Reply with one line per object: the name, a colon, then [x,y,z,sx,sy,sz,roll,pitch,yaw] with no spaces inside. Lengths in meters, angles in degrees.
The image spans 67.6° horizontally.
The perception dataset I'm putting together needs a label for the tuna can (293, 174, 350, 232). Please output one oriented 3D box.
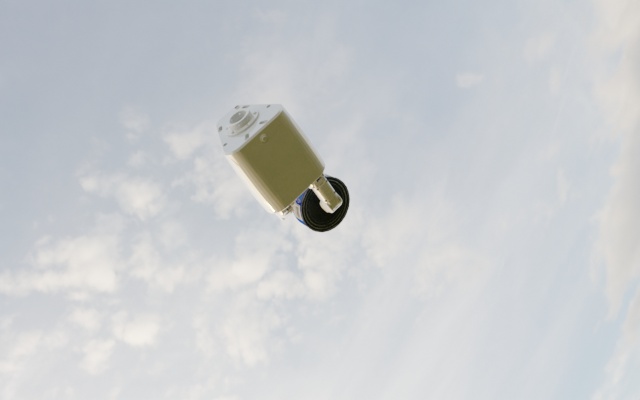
tuna can: [0.000,0.002,0.719,0.086,0.086,0.033,0,16,-34]
